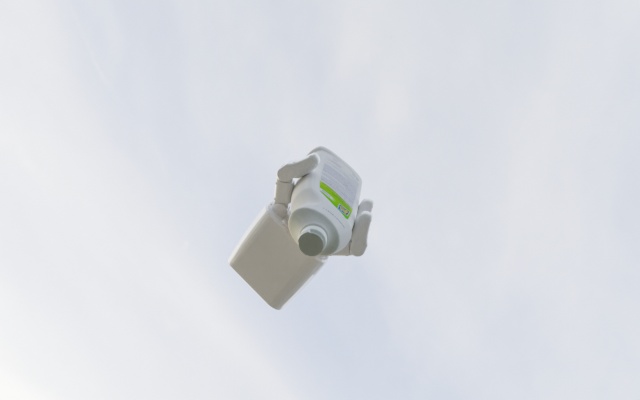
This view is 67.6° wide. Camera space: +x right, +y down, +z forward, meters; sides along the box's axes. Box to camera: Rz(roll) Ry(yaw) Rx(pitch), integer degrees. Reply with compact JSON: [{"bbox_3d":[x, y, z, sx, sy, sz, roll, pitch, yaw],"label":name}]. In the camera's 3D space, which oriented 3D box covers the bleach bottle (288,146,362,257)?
[{"bbox_3d":[0.000,0.002,0.629,0.102,0.068,0.250,38,20,-5],"label":"bleach bottle"}]
